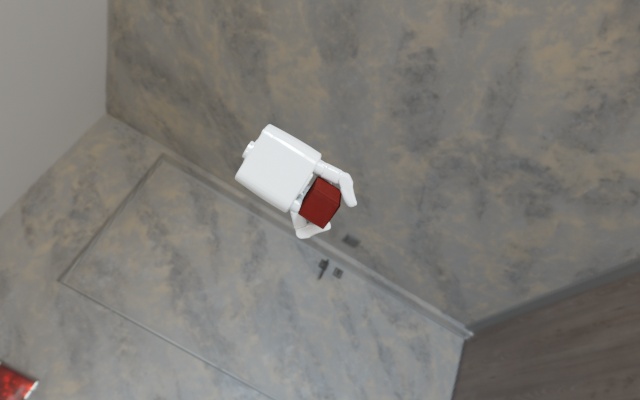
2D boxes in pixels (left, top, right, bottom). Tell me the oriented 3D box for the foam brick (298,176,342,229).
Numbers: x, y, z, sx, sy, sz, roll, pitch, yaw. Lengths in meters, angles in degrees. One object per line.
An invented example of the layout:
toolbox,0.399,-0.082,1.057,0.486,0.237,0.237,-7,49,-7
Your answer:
foam brick,0.000,0.003,0.798,0.051,0.053,0.078,32,18,-7
